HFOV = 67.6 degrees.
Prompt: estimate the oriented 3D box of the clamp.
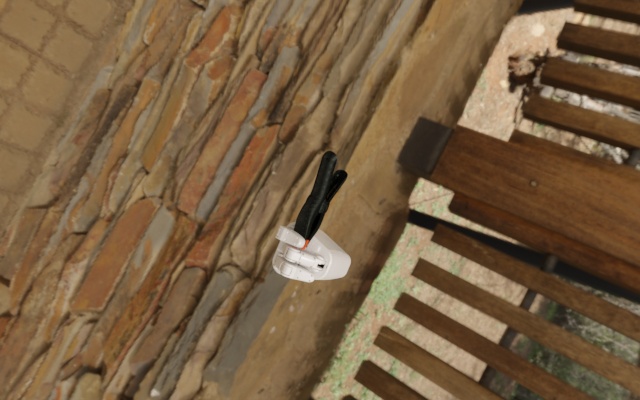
[{"bbox_3d":[0.001,0.003,0.835,0.039,0.171,0.120,27,3,24],"label":"clamp"}]
